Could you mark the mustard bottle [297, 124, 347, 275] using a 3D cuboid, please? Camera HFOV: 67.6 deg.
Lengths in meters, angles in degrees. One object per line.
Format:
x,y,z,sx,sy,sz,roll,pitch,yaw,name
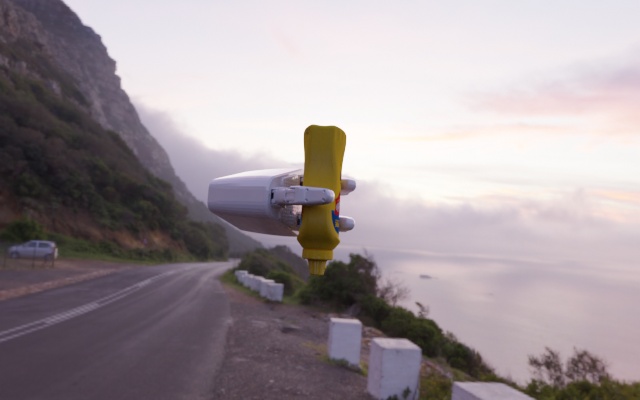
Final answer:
0.000,0.002,0.632,0.058,0.191,0.096,4,-5,3,mustard bottle
